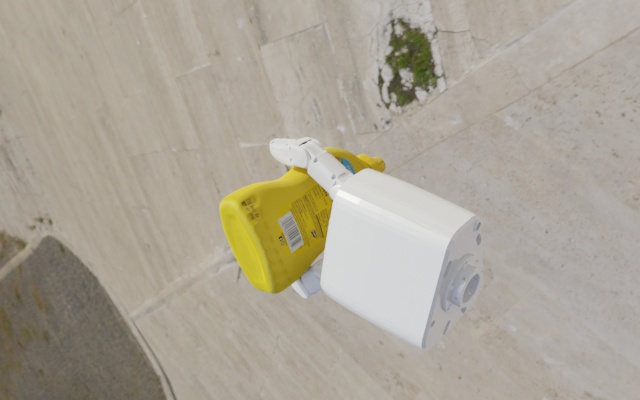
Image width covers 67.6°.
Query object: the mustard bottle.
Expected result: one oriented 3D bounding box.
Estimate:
[{"bbox_3d":[0.000,0.002,0.469,0.191,0.096,0.058,-32,18,-35],"label":"mustard bottle"}]
